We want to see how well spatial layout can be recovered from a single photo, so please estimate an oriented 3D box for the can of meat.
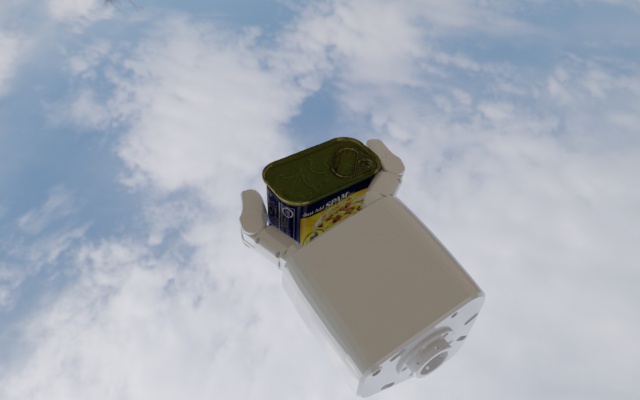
[{"bbox_3d":[0.000,0.002,0.433,0.102,0.084,0.057,-24,50,-26],"label":"can of meat"}]
